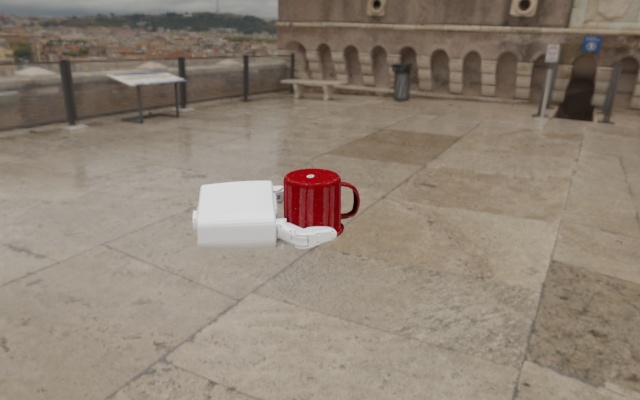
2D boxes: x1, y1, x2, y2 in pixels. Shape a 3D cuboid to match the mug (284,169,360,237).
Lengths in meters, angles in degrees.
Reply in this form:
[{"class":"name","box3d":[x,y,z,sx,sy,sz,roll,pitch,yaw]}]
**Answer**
[{"class":"mug","box3d":[0.002,0.002,0.685,0.117,0.081,0.093,-3,20,-10]}]
